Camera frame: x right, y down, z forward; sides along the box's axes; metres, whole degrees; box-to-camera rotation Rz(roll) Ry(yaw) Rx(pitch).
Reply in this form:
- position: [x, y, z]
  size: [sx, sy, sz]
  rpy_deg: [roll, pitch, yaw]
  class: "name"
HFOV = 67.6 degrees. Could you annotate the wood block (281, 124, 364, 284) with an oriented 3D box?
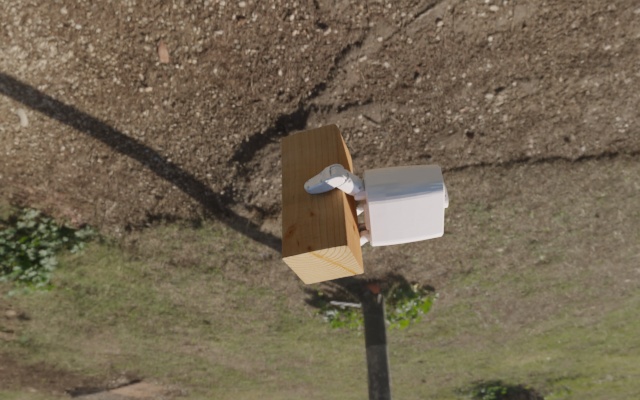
- position: [0.000, 0.002, 0.694]
  size: [0.090, 0.206, 0.091]
  rpy_deg: [-13, -35, 14]
  class: "wood block"
